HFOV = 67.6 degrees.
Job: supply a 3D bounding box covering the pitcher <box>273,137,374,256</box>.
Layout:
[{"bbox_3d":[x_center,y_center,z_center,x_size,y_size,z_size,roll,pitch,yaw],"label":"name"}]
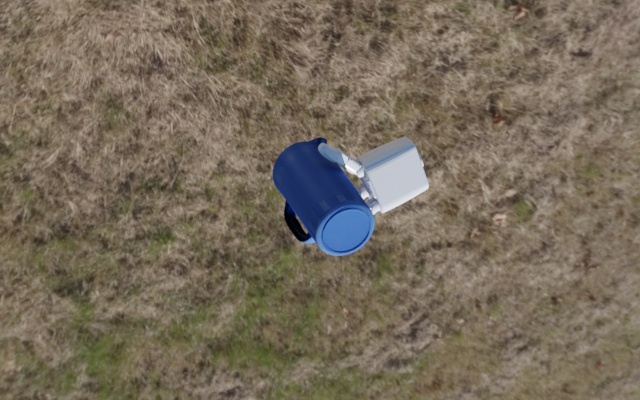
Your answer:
[{"bbox_3d":[0.000,0.003,0.894,0.145,0.149,0.242,-25,35,-6],"label":"pitcher"}]
